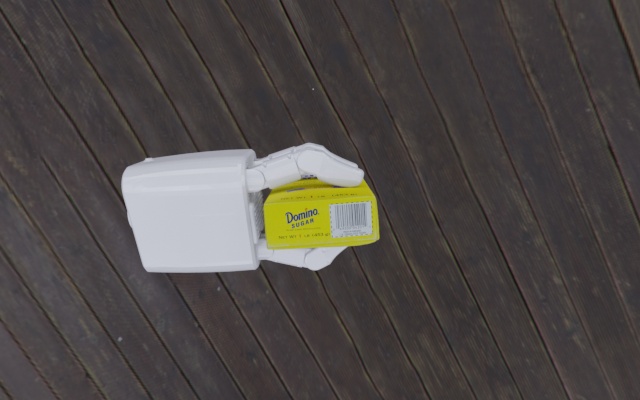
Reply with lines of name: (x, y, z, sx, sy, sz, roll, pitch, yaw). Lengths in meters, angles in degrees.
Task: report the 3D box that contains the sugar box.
sugar box: (0.000, 0.001, 0.467, 0.093, 0.048, 0.176, -3, 13, 0)
